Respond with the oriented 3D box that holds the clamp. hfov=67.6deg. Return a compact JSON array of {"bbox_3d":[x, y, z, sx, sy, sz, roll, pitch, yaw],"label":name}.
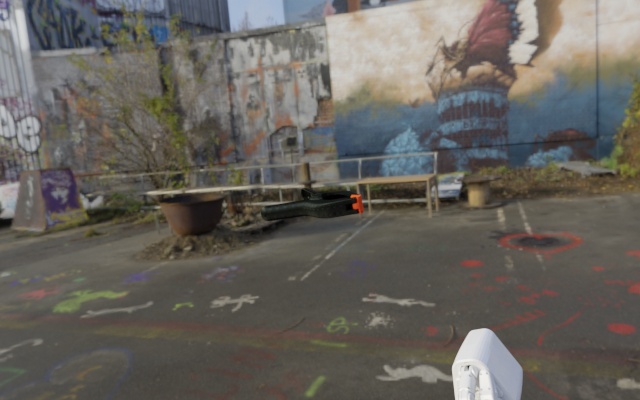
[{"bbox_3d":[0.000,0.002,0.783,0.171,0.039,0.120,-1,24,30],"label":"clamp"}]
